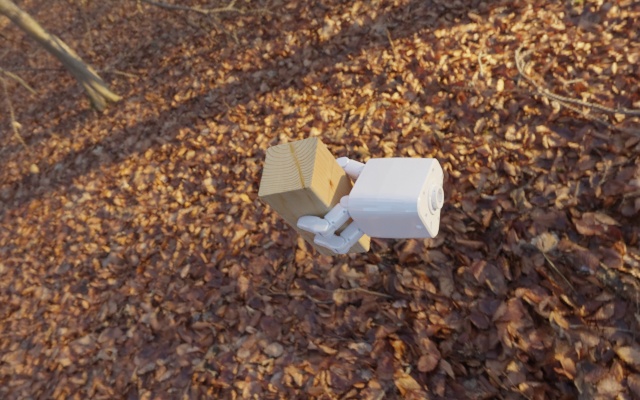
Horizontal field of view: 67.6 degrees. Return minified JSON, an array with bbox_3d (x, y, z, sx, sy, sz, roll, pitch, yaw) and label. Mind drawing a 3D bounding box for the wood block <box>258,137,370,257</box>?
[{"bbox_3d":[0.000,0.002,0.758,0.090,0.090,0.206,-9,-35,26],"label":"wood block"}]
